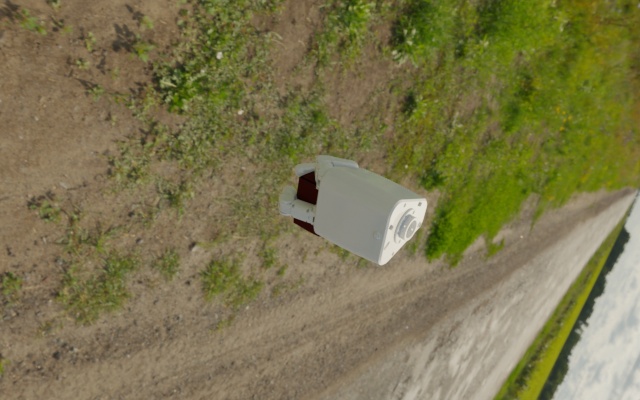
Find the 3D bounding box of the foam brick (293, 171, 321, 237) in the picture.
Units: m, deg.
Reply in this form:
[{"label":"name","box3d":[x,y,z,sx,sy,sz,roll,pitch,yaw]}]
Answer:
[{"label":"foam brick","box3d":[0.000,0.002,0.679,0.051,0.078,0.053,27,33,30]}]
